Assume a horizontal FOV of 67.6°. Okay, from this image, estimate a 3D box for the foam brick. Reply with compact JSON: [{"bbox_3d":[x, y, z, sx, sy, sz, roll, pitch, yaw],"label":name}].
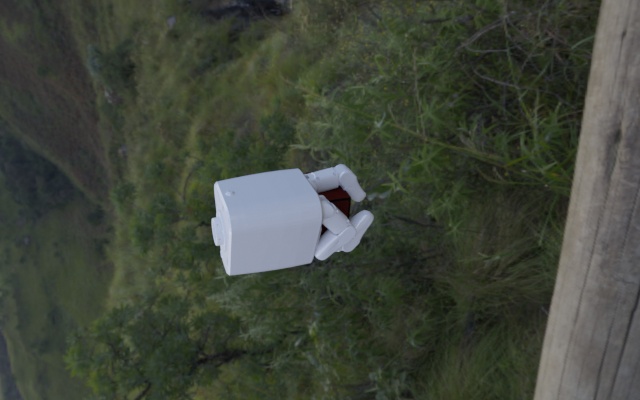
[{"bbox_3d":[0.000,0.002,0.624,0.051,0.053,0.078,-9,33,-19],"label":"foam brick"}]
